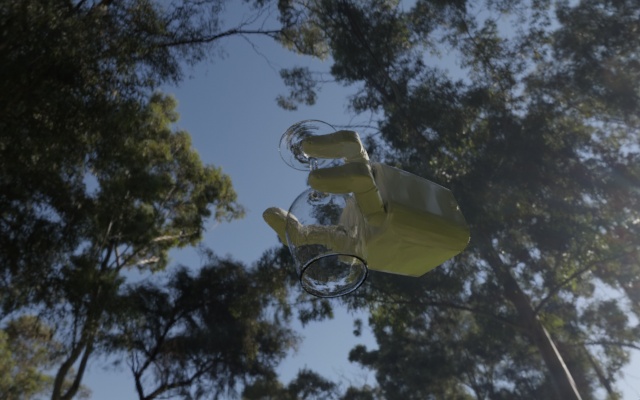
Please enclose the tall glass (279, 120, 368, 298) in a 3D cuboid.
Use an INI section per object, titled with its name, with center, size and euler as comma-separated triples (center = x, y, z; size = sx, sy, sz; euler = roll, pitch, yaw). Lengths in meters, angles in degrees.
[tall glass]
center = 0.000, 0.001, 0.495
size = 0.079, 0.079, 0.200
euler = 0, 42, -9
